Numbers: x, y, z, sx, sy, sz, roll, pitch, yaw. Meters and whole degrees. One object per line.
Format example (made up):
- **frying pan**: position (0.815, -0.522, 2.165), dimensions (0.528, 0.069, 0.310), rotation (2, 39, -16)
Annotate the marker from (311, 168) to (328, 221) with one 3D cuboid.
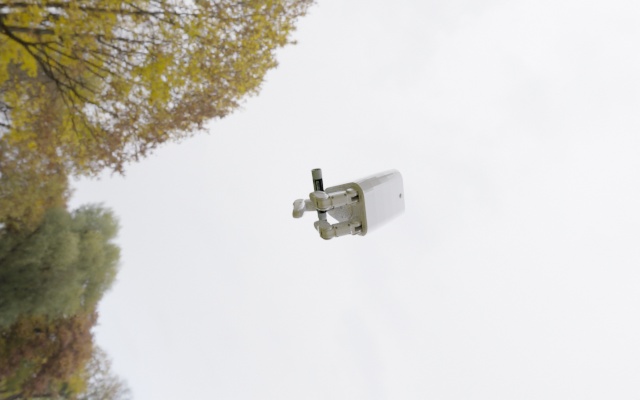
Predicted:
- **marker**: position (0.000, 0.003, 0.841), dimensions (0.020, 0.121, 0.020), rotation (-7, 20, 2)
